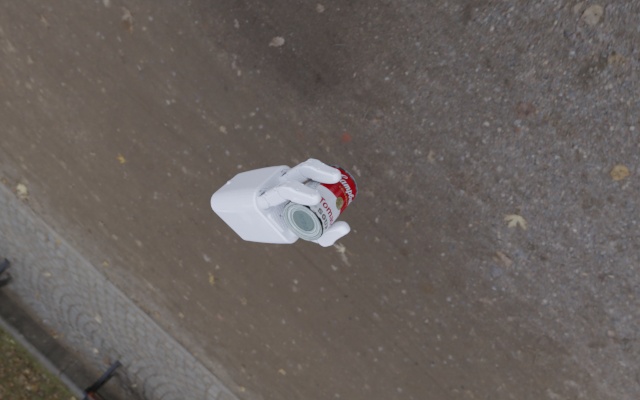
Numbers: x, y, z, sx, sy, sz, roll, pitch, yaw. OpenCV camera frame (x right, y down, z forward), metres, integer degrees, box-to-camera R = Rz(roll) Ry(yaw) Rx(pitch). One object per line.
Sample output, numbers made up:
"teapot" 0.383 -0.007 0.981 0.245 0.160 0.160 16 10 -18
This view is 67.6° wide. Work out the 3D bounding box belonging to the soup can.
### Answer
"soup can" 0.000 0.003 0.692 0.068 0.068 0.102 0 33 38
